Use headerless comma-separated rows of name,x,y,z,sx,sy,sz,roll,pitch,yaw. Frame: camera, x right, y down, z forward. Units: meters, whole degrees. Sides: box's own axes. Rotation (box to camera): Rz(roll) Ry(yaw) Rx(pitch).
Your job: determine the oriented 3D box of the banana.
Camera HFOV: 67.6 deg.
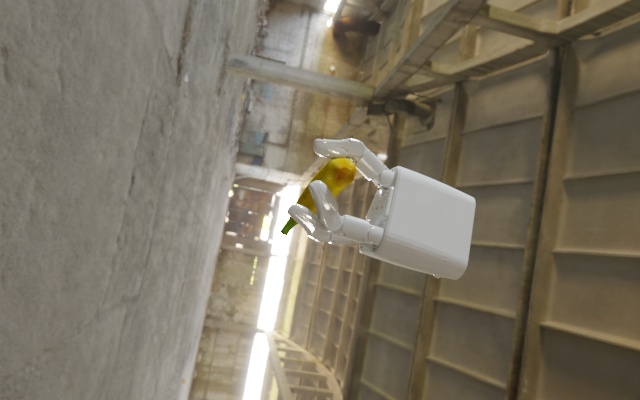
banana,0.005,-0.011,0.599,0.037,0.069,0.198,28,-32,-9
